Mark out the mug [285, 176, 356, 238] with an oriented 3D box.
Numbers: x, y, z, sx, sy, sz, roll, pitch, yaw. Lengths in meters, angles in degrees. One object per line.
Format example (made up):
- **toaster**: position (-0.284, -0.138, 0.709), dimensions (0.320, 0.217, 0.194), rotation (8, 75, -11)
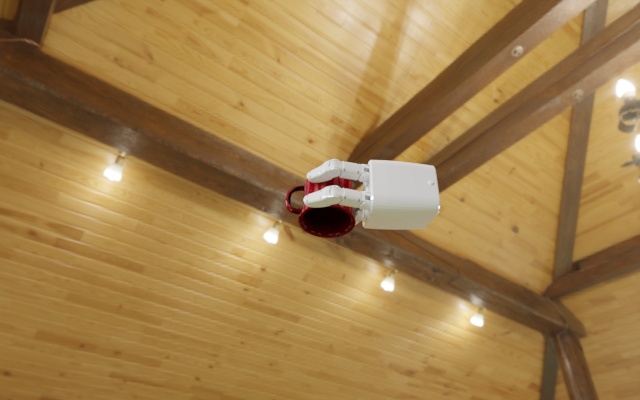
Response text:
- **mug**: position (-0.001, 0.002, 0.795), dimensions (0.117, 0.081, 0.093), rotation (5, -38, -2)
